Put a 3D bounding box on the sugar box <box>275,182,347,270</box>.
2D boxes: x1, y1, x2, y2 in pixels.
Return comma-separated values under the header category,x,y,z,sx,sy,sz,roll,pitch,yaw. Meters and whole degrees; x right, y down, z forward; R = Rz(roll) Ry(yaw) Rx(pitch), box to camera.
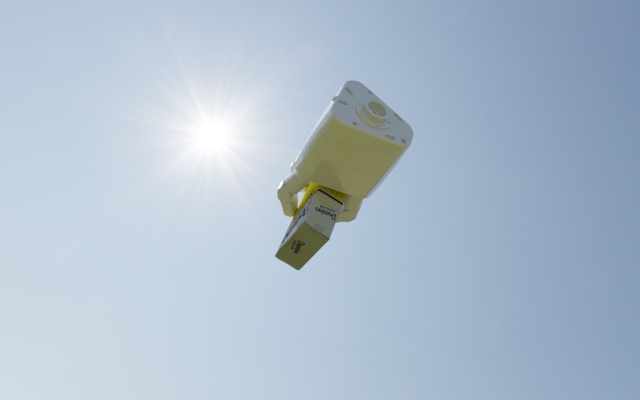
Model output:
category,x,y,z,sx,sy,sz,roll,pitch,yaw
sugar box,0.000,0.002,0.661,0.048,0.176,0.093,33,-44,-7
